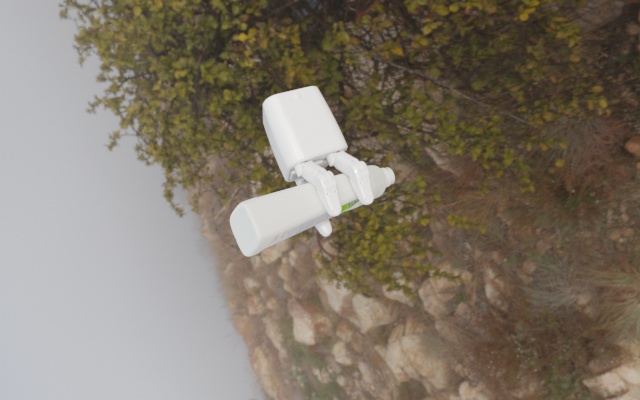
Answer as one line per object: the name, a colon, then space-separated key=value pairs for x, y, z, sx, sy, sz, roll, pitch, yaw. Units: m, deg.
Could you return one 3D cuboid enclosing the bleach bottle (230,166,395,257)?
bleach bottle: x=0.000 y=0.002 z=0.700 sx=0.251 sy=0.068 sz=0.102 roll=-20 pitch=-10 yaw=-28
